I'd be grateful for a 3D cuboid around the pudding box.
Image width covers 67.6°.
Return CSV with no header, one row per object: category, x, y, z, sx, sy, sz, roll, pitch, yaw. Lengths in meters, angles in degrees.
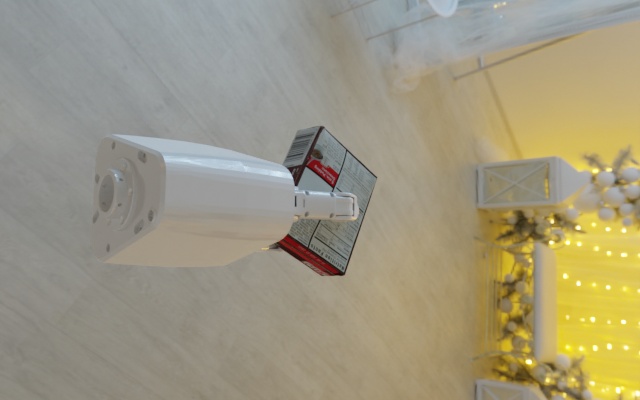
pudding box,0.000,0.001,0.442,0.039,0.113,0.090,-5,-36,47
